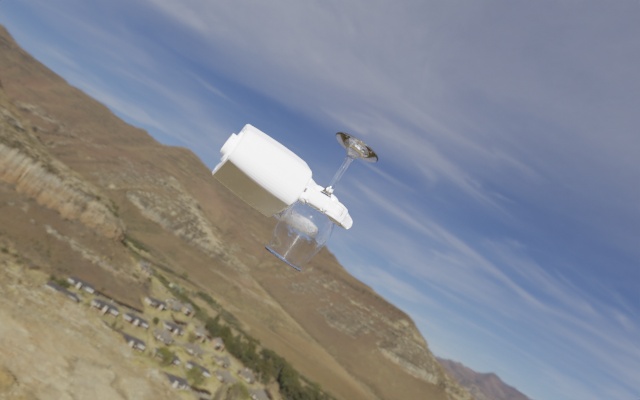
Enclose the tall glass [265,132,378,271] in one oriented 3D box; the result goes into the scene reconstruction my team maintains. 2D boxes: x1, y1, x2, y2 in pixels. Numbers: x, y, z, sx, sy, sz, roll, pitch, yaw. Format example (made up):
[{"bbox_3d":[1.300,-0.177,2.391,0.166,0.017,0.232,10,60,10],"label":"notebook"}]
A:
[{"bbox_3d":[0.001,0.002,0.693,0.079,0.201,0.079,32,-10,6],"label":"tall glass"}]
